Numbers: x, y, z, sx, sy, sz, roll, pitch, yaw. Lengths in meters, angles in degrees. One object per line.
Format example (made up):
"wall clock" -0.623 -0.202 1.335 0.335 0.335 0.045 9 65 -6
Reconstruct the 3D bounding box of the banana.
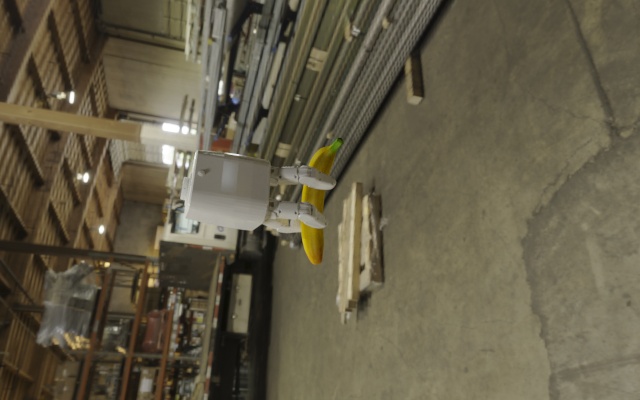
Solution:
"banana" -0.006 0.000 0.748 0.037 0.198 0.069 11 -7 -21
